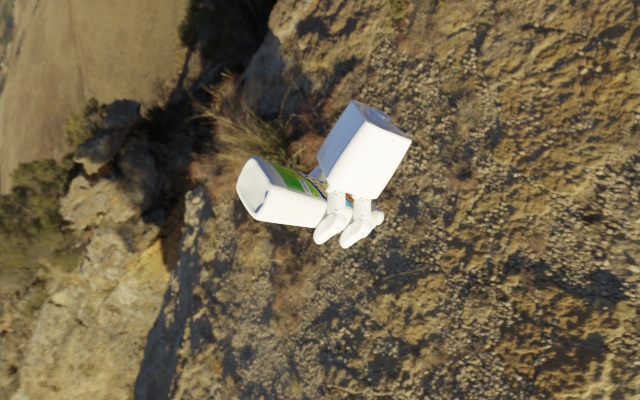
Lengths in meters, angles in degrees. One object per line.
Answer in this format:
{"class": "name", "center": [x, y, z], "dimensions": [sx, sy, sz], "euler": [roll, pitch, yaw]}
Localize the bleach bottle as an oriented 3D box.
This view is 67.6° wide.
{"class": "bleach bottle", "center": [0.000, 0.003, 0.749], "dimensions": [0.251, 0.068, 0.102], "euler": [12, 28, -39]}
